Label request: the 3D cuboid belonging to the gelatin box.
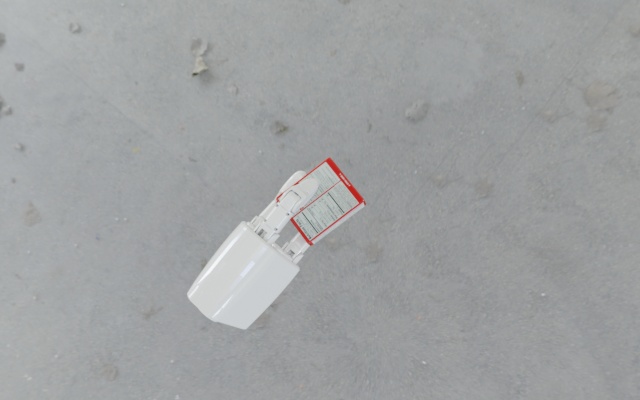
[{"bbox_3d":[0.000,0.002,0.599,0.089,0.073,0.030,-38,-15,-1],"label":"gelatin box"}]
